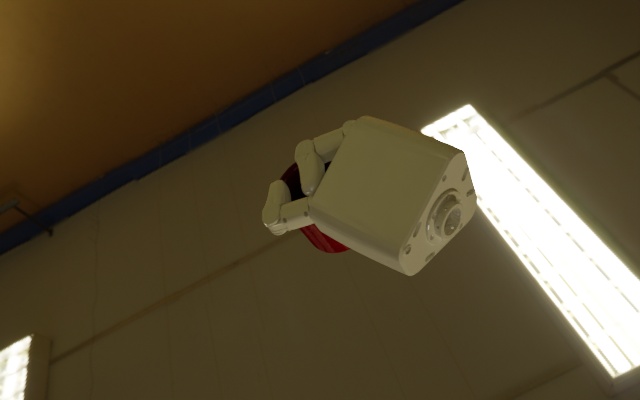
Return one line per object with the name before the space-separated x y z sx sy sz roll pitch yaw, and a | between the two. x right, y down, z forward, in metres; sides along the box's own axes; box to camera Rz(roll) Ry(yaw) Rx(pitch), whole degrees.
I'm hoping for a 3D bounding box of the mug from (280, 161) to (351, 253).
mug | -0.001 0.001 0.540 0.117 0.093 0.081 27 -19 41
